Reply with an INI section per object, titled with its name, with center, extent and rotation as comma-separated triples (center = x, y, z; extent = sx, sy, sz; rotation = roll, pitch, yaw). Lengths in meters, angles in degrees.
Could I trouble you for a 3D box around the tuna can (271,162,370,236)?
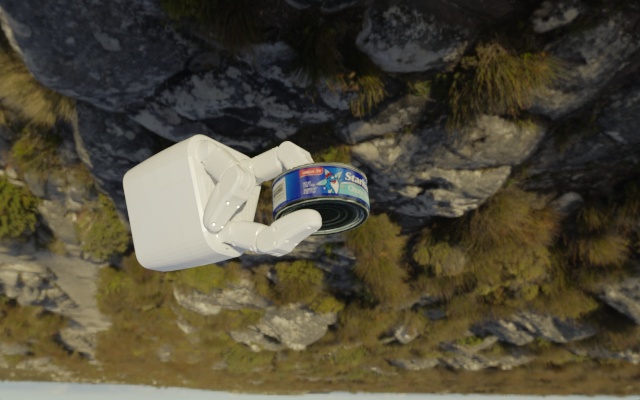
[tuna can]
center = 0.000, 0.002, 0.420
extent = 0.086, 0.033, 0.086
rotation = -4, -25, -2
